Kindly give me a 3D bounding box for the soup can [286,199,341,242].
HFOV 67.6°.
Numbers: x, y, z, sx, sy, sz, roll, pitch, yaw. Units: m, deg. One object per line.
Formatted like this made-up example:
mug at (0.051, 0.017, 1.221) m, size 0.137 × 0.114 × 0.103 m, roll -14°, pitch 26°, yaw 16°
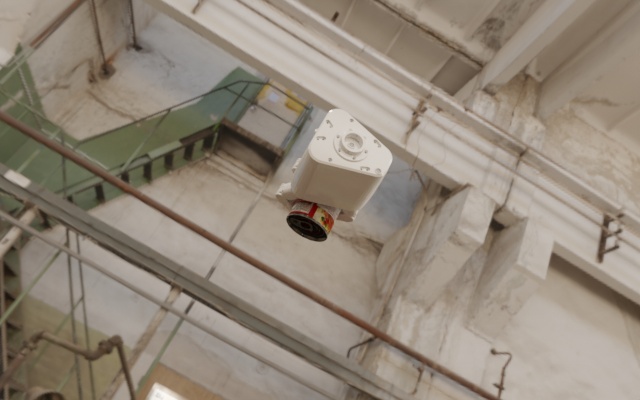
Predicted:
soup can at (0.000, 0.002, 0.730) m, size 0.068 × 0.102 × 0.068 m, roll 21°, pitch -29°, yaw 12°
